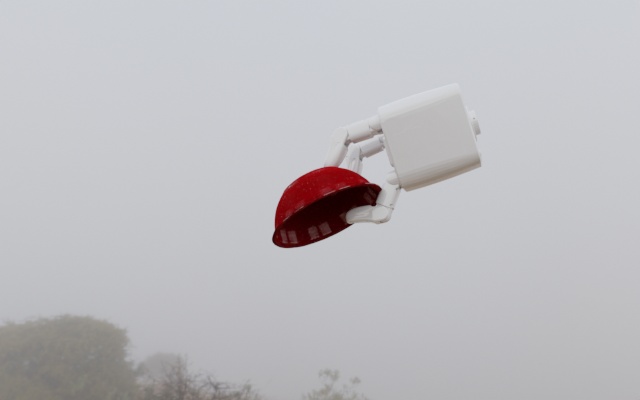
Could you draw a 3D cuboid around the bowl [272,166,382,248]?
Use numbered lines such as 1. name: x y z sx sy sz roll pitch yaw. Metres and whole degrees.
1. bowl: -0.001 0.002 0.645 0.162 0.055 0.162 -23 -21 -10
